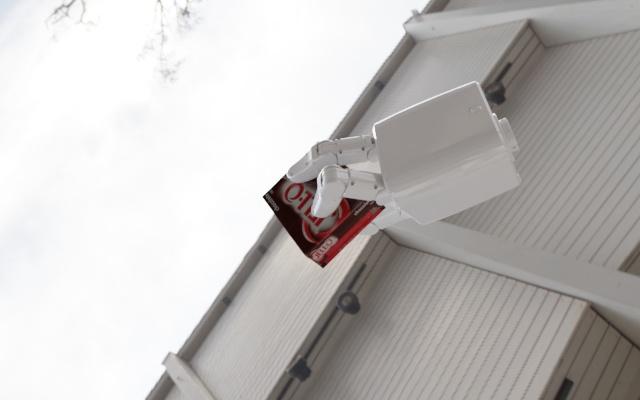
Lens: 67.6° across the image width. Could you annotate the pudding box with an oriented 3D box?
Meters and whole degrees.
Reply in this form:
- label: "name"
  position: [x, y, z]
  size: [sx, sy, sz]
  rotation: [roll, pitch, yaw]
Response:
- label: "pudding box"
  position: [0.000, 0.002, 0.498]
  size: [0.039, 0.090, 0.113]
  rotation: [44, 2, -42]
